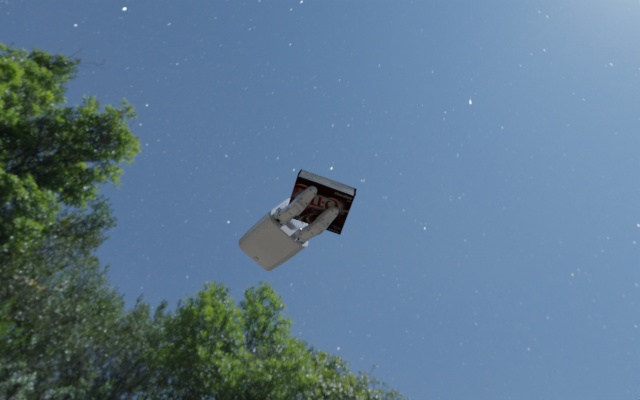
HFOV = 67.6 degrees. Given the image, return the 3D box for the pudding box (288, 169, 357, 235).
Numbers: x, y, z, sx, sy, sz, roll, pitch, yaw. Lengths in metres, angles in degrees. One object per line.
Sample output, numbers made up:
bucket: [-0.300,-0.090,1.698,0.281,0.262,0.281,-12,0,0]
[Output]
pudding box: [0.000,0.003,0.887,0.113,0.090,0.039,18,32,-1]
